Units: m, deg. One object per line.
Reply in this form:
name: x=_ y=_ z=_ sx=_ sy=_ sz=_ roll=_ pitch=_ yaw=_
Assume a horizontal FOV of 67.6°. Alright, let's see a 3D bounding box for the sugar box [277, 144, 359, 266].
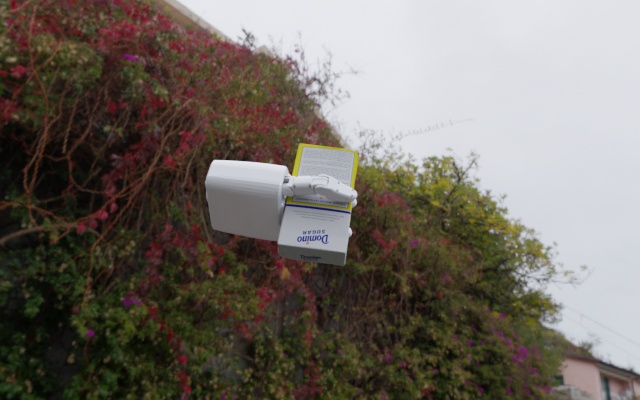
sugar box: x=0.000 y=0.002 z=0.681 sx=0.093 sy=0.176 sz=0.048 roll=8 pitch=-32 yaw=4
